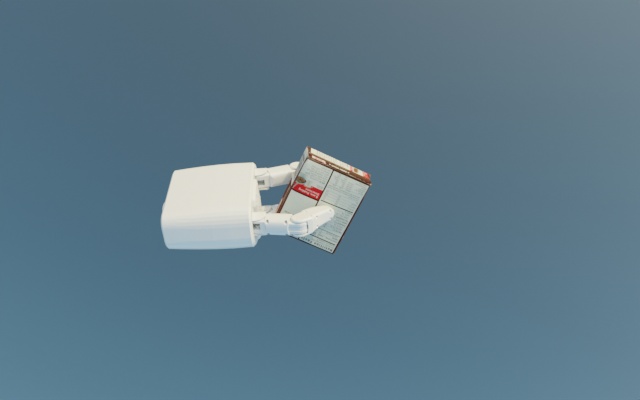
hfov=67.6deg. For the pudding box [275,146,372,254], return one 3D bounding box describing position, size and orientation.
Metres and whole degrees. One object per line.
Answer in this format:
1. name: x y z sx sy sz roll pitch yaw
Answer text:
1. pudding box: 0.000 0.002 0.604 0.090 0.113 0.039 23 24 -10
